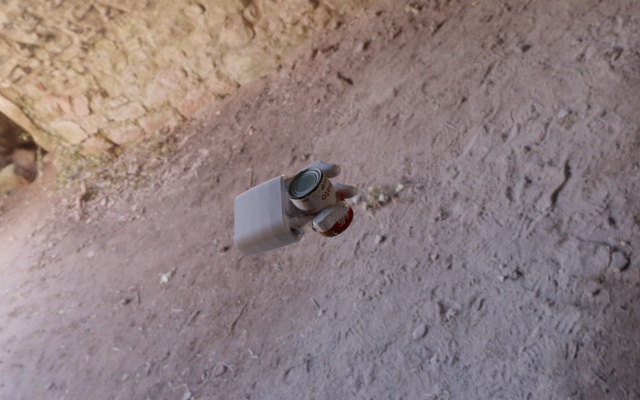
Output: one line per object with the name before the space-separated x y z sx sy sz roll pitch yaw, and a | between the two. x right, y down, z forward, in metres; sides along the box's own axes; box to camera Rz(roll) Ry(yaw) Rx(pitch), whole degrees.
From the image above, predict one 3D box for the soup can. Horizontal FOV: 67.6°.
soup can | 0.000 0.002 0.771 0.068 0.068 0.102 0 -39 41
